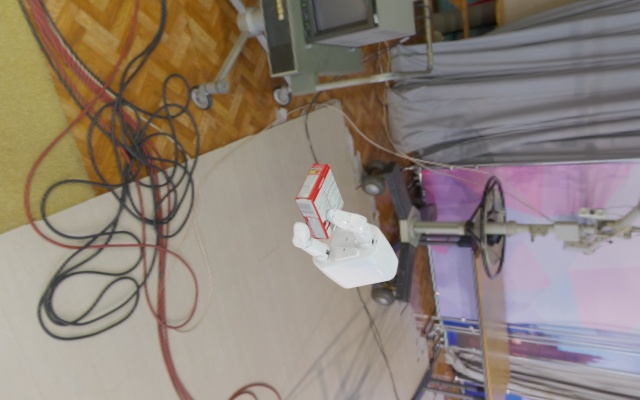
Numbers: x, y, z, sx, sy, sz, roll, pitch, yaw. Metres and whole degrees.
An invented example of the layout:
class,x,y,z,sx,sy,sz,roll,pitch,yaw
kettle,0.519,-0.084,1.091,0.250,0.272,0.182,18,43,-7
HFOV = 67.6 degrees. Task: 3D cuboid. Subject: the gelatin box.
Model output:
class,x,y,z,sx,sy,sz,roll,pitch,yaw
gelatin box,0.000,0.002,0.699,0.030,0.073,0.089,4,-41,26
